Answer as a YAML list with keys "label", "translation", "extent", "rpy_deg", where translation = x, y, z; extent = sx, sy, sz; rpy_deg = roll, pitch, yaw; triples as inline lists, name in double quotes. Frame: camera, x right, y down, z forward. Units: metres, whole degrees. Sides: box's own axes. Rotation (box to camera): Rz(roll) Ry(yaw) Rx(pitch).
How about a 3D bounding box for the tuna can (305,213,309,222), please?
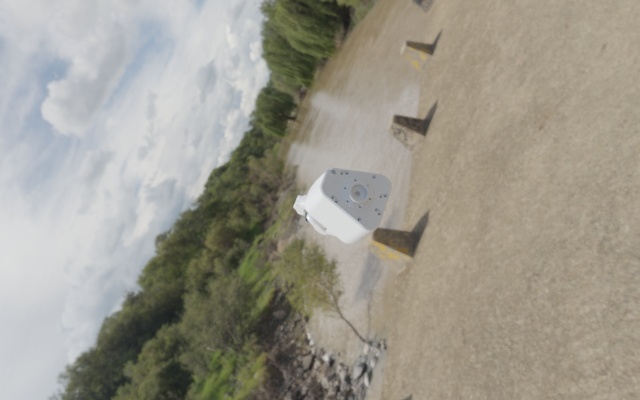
- label: "tuna can"
  translation: [0.000, 0.003, 0.883]
  extent: [0.034, 0.086, 0.086]
  rpy_deg: [20, -2, -5]
